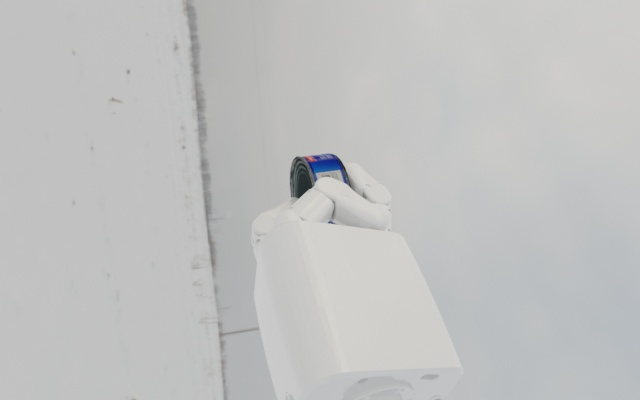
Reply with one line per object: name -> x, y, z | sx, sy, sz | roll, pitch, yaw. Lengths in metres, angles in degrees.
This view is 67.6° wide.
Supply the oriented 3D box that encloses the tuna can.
tuna can -> 0.001, 0.001, 0.425 | 0.034, 0.086, 0.086 | -9, 2, -17
